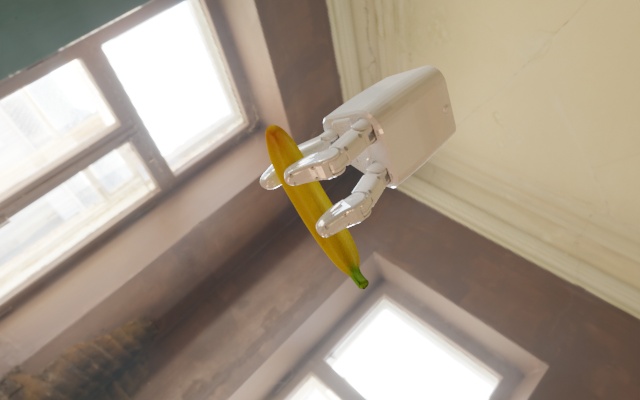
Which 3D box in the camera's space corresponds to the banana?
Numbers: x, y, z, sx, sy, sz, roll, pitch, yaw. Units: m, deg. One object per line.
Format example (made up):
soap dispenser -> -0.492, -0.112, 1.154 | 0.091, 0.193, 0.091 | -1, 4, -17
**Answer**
banana -> -0.004, 0.005, 0.522 | 0.037, 0.198, 0.069 | -35, 11, -16
